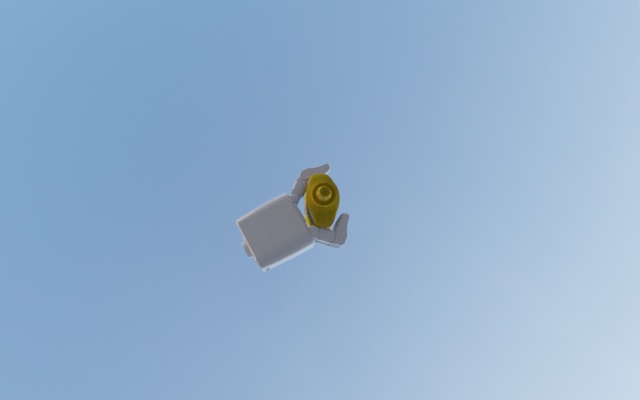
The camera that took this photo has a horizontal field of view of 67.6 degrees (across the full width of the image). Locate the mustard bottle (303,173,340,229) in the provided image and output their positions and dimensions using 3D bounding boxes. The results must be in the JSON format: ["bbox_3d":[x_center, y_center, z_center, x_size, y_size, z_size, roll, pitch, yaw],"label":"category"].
[{"bbox_3d":[0.000,0.003,0.860,0.058,0.096,0.192,-4,-10,-4],"label":"mustard bottle"}]
